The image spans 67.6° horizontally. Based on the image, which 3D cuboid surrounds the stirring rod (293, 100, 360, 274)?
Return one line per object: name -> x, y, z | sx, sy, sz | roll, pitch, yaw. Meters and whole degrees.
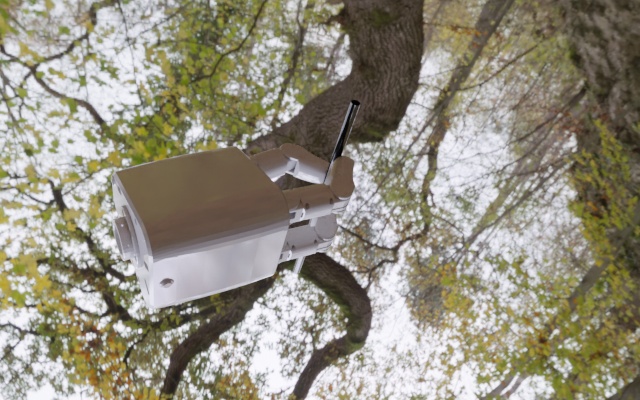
stirring rod -> 0.000, 0.001, 0.473 | 0.011, 0.011, 0.240 | 0, -42, -19
